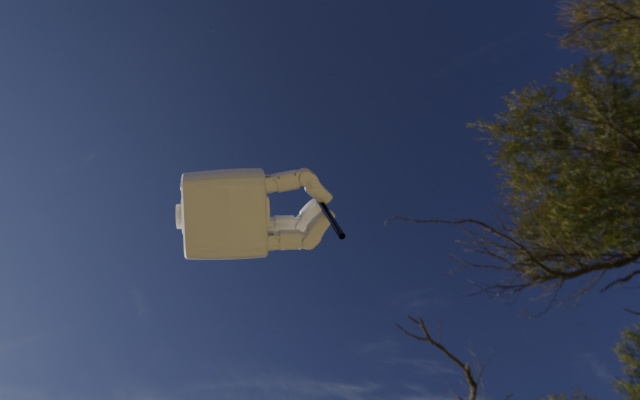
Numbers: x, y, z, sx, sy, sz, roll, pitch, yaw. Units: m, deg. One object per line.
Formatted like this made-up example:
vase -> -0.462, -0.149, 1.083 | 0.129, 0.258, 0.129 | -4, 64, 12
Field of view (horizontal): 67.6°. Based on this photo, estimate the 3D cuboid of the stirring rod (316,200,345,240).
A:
stirring rod -> 0.000, 0.002, 0.660 | 0.011, 0.011, 0.239 | 0, 19, -13
